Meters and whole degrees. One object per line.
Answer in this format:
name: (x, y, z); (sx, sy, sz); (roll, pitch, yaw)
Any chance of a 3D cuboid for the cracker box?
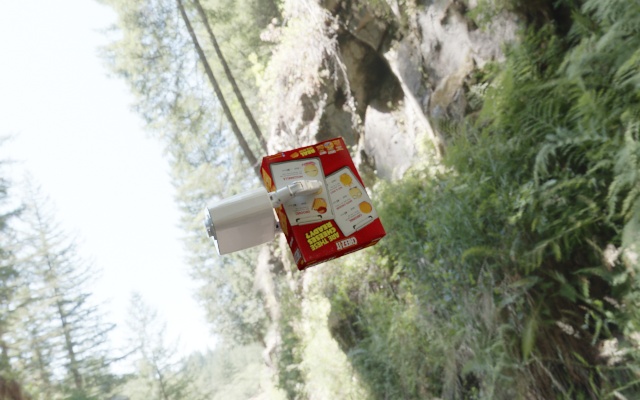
cracker box: (0.000, 0.003, 0.888); (0.164, 0.213, 0.072); (-17, -18, -19)
